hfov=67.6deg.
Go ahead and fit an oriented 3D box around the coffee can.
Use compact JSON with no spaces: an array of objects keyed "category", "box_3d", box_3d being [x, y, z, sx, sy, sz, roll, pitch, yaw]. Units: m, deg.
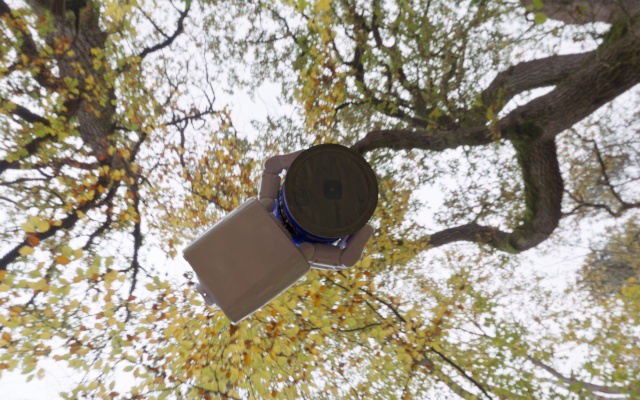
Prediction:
[{"category":"coffee can","box_3d":[0.000,0.002,0.570,0.103,0.102,0.140,0,-11,-10]}]
